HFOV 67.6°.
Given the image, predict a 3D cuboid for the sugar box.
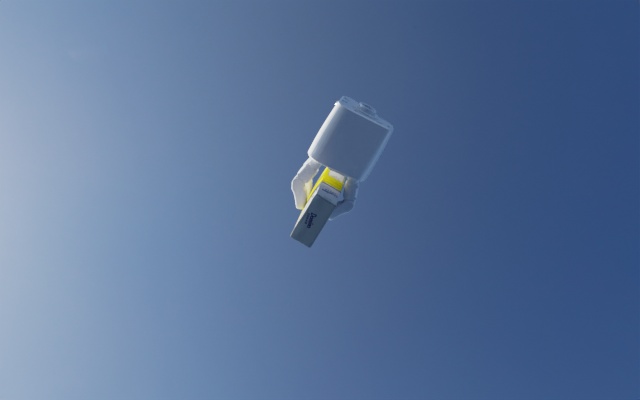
[{"bbox_3d":[0.000,0.002,0.851,0.048,0.093,0.176,31,22,-1],"label":"sugar box"}]
